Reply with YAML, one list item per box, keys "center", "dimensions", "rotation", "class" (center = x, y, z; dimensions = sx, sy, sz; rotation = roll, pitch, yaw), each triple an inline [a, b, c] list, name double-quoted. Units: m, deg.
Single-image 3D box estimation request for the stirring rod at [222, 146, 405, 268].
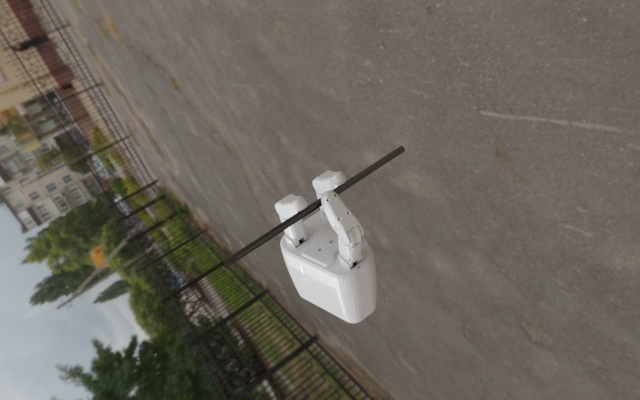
- center: [0.000, 0.002, 0.509]
  dimensions: [0.239, 0.011, 0.011]
  rotation: [-33, 13, -20]
  class: "stirring rod"
